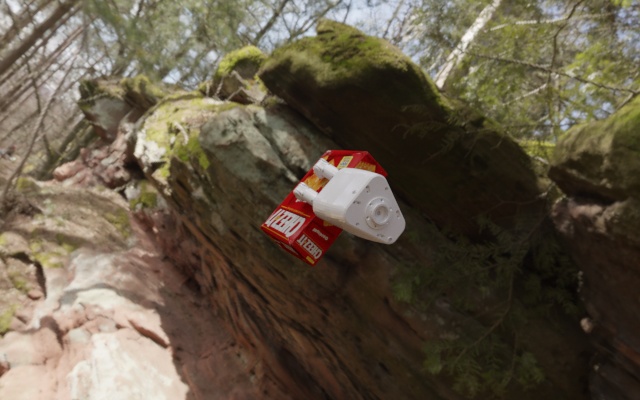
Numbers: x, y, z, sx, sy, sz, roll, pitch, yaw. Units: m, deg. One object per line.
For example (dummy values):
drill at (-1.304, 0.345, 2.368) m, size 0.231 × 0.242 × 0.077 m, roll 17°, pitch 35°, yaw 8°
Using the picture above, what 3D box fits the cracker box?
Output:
cracker box at (0.000, 0.003, 0.889) m, size 0.072 × 0.213 × 0.164 m, roll 45°, pitch -12°, yaw -23°
